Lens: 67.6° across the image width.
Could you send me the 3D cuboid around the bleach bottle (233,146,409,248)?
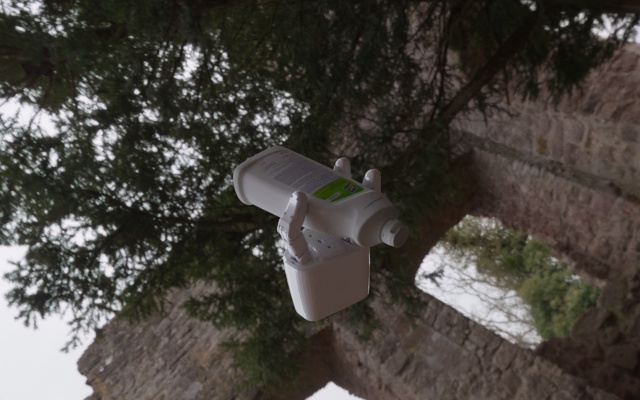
[{"bbox_3d":[0.000,0.002,0.624,0.102,0.068,0.250,-35,43,-31],"label":"bleach bottle"}]
